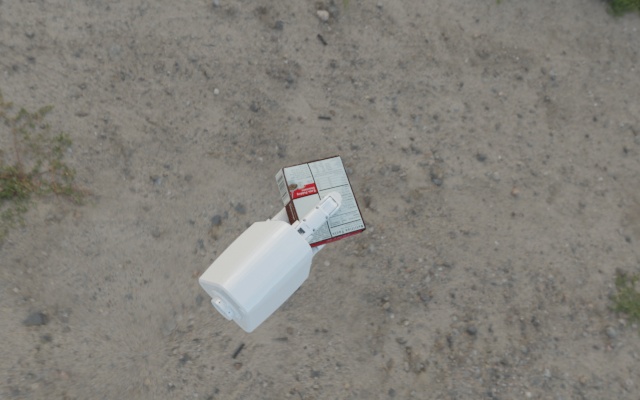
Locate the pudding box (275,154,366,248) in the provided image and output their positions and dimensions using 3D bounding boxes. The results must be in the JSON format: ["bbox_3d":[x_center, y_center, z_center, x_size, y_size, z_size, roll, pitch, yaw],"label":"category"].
[{"bbox_3d":[0.000,0.002,0.640,0.090,0.113,0.039,-14,-11,-22],"label":"pudding box"}]
